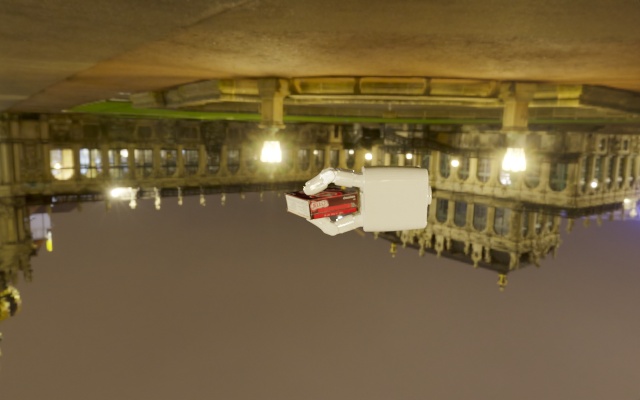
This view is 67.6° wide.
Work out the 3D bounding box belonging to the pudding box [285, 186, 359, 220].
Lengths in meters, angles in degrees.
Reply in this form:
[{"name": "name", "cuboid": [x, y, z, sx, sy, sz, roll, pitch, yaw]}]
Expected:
[{"name": "pudding box", "cuboid": [0.000, 0.003, 0.818, 0.090, 0.039, 0.113, -8, 8, -24]}]
